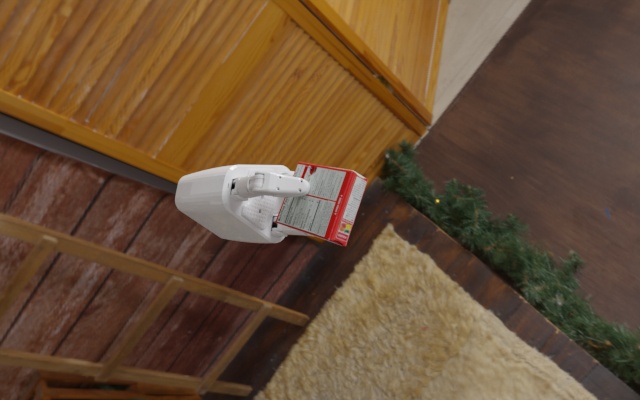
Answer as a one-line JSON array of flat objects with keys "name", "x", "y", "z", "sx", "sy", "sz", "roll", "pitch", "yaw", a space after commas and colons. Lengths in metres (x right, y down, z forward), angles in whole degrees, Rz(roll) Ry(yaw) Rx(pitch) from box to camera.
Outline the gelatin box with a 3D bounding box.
[{"name": "gelatin box", "x": 0.000, "y": 0.002, "z": 0.503, "sx": 0.089, "sy": 0.073, "sz": 0.030, "roll": 14, "pitch": -8, "yaw": 46}]
